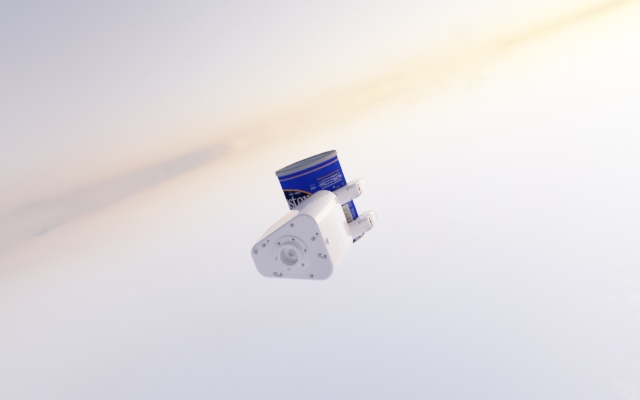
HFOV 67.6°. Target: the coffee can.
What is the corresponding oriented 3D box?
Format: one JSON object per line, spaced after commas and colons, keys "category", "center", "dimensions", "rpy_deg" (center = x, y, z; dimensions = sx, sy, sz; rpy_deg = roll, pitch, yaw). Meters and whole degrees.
{"category": "coffee can", "center": [0.000, 0.002, 0.758], "dimensions": [0.103, 0.140, 0.103], "rpy_deg": [-20, 10, 4]}
